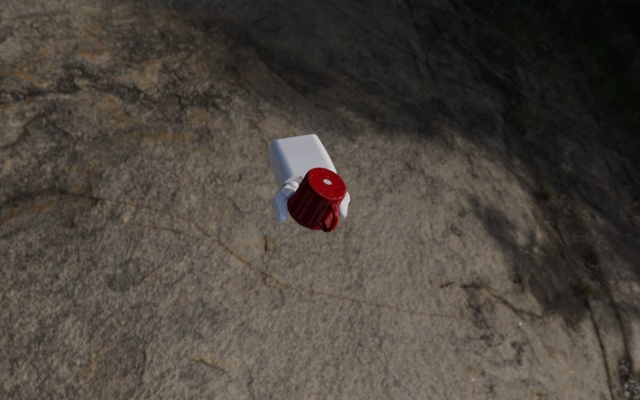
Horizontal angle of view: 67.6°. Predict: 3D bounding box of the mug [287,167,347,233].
[{"bbox_3d":[0.001,0.004,0.866,0.093,0.117,0.081,-1,-39,-32],"label":"mug"}]
